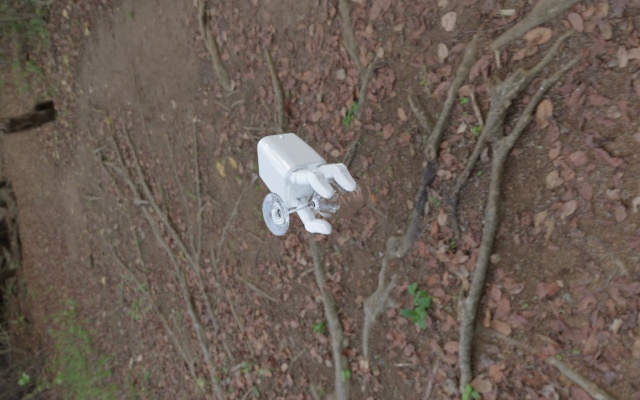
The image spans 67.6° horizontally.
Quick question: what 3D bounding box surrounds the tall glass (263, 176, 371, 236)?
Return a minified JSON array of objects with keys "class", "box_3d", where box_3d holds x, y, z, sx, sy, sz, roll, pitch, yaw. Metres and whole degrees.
[{"class":"tall glass","box_3d":[0.000,0.003,0.854,0.201,0.079,0.079,-14,9,-38]}]
